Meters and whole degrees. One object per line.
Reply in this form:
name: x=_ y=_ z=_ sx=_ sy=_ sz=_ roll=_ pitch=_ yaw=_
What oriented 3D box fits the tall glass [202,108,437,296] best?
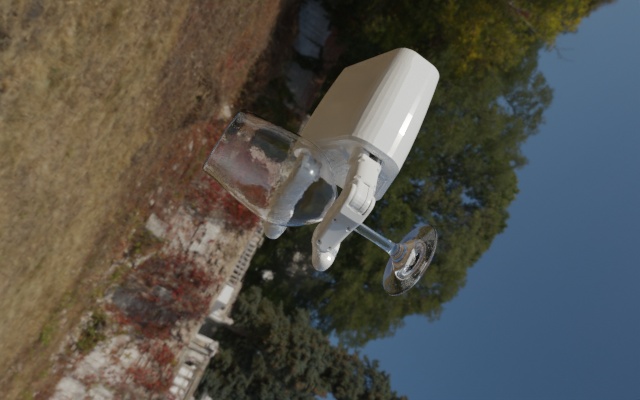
tall glass: x=0.001 y=0.002 z=0.415 sx=0.201 sy=0.079 sz=0.079 roll=32 pitch=-8 yaw=-13
